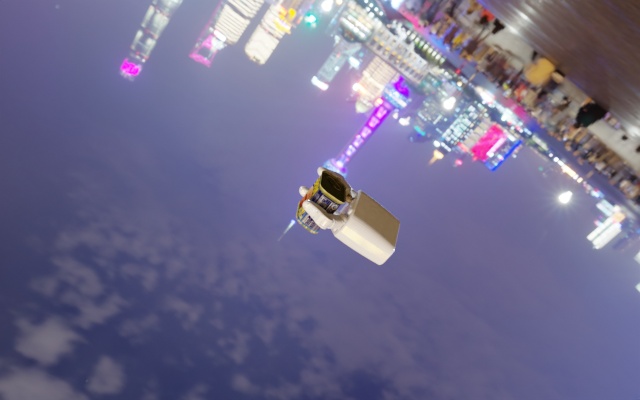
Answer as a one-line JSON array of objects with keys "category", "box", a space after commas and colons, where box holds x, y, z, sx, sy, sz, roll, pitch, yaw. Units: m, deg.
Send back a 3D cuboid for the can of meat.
[{"category": "can of meat", "box": [0.000, 0.003, 0.897, 0.057, 0.084, 0.102, 35, 21, -11]}]
